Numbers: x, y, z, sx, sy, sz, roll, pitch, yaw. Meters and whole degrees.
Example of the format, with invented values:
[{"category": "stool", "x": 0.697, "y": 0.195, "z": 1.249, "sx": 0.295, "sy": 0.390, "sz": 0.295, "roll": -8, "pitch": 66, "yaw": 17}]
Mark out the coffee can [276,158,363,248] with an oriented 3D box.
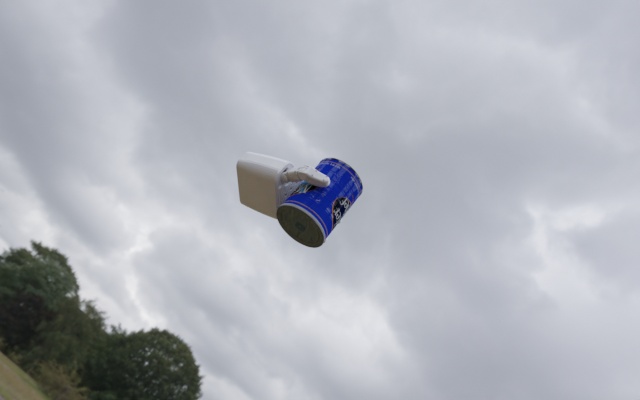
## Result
[{"category": "coffee can", "x": 0.000, "y": 0.003, "z": 0.884, "sx": 0.103, "sy": 0.103, "sz": 0.140, "roll": 0, "pitch": 40, "yaw": 45}]
